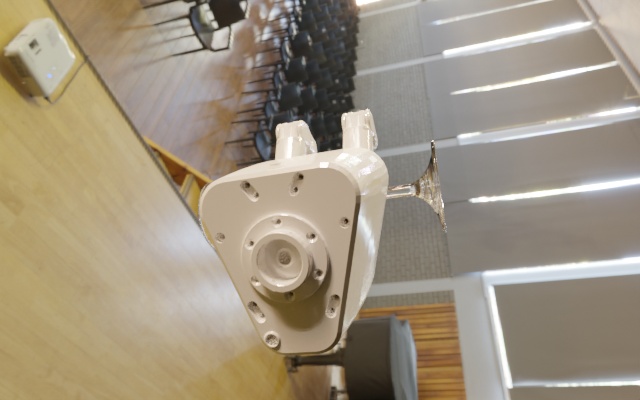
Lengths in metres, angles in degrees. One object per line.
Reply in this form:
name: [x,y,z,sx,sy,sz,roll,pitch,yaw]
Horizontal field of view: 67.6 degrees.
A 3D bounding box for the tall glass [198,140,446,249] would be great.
tall glass: [0.001,0.001,0.407,0.201,0.079,0.079,-8,-2,15]
